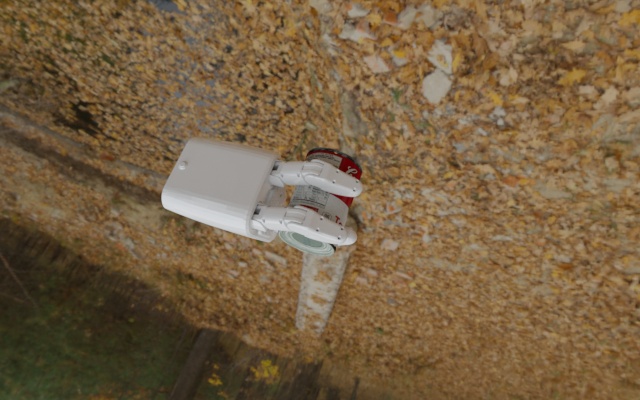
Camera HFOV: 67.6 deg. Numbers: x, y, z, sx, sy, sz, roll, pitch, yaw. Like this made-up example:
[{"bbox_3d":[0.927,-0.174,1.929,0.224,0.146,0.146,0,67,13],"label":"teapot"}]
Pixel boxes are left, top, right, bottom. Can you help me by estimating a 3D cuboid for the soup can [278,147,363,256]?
[{"bbox_3d":[0.000,0.002,0.530,0.068,0.102,0.068,17,-24,8],"label":"soup can"}]
